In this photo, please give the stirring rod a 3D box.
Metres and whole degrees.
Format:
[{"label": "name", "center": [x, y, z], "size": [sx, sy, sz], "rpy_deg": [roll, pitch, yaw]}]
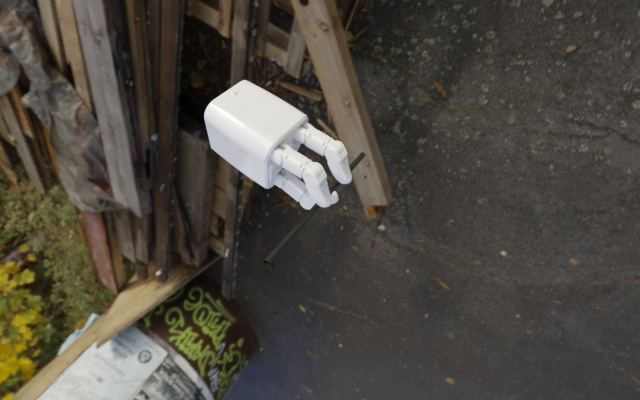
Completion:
[{"label": "stirring rod", "center": [0.000, 0.002, 0.622], "size": [0.011, 0.011, 0.239], "rpy_deg": [0, 35, 39]}]
